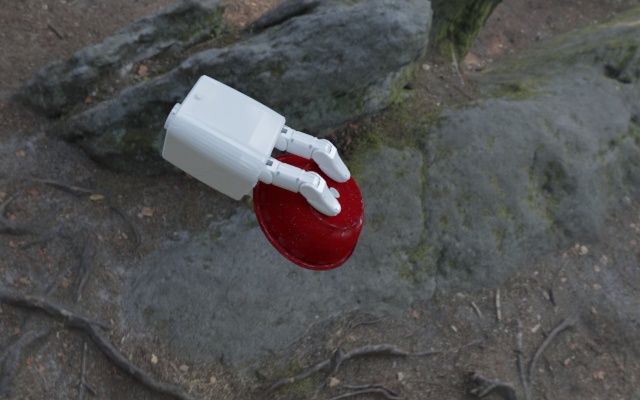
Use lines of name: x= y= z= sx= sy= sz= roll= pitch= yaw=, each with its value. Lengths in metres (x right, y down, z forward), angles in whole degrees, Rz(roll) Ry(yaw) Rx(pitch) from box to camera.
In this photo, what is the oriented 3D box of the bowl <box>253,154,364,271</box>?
bowl: x=0.001 y=0.002 z=0.590 sx=0.162 sy=0.162 sz=0.055 roll=0 pitch=-24 yaw=-40
